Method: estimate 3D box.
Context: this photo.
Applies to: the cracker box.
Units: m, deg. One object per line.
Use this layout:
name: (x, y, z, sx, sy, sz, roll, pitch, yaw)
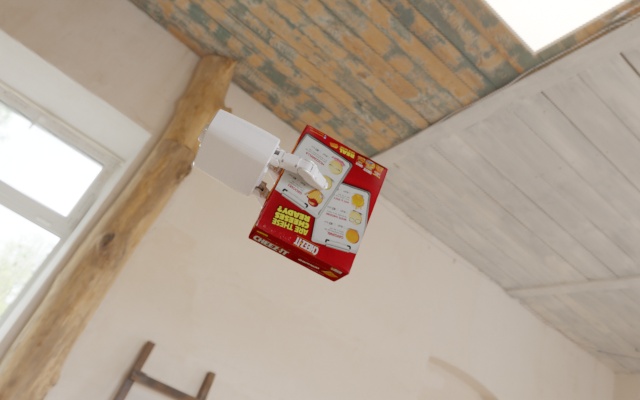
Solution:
cracker box: (0.000, 0.002, 0.796, 0.164, 0.213, 0.072, 28, -29, -8)
